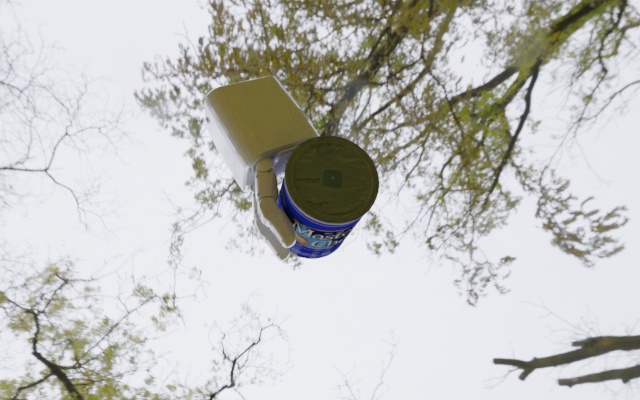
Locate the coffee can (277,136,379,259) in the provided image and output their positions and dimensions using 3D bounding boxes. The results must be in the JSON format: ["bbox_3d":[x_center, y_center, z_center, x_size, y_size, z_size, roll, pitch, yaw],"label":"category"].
[{"bbox_3d":[0.000,0.002,0.566,0.103,0.102,0.140,0,-22,-12],"label":"coffee can"}]
